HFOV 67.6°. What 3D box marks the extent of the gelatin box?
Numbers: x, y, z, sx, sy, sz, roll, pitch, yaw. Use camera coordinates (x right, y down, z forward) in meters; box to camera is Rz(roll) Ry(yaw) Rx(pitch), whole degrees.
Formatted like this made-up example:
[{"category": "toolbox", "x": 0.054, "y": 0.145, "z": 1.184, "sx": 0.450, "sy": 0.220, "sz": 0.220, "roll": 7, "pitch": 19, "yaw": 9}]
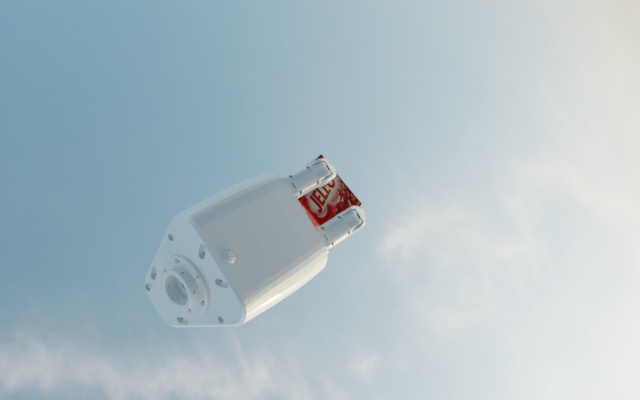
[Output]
[{"category": "gelatin box", "x": 0.000, "y": 0.002, "z": 0.501, "sx": 0.030, "sy": 0.073, "sz": 0.089, "roll": -34, "pitch": 10, "yaw": 34}]
